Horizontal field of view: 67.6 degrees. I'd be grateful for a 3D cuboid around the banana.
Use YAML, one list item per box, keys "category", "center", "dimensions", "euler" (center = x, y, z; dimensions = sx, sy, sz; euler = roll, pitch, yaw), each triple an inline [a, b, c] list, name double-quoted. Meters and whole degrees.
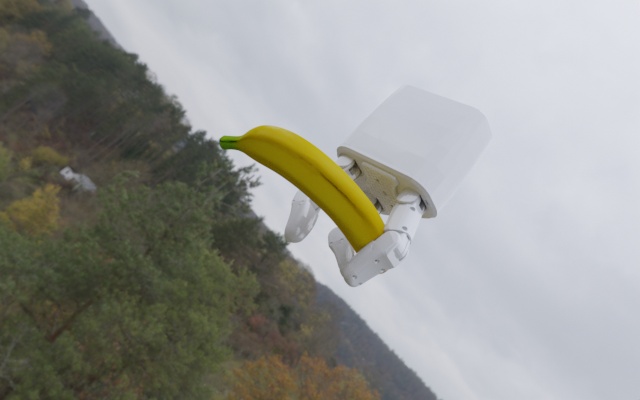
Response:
- category: "banana"
  center: [0.006, -0.003, 0.412]
  dimensions: [0.198, 0.037, 0.069]
  euler: [41, -23, -14]
